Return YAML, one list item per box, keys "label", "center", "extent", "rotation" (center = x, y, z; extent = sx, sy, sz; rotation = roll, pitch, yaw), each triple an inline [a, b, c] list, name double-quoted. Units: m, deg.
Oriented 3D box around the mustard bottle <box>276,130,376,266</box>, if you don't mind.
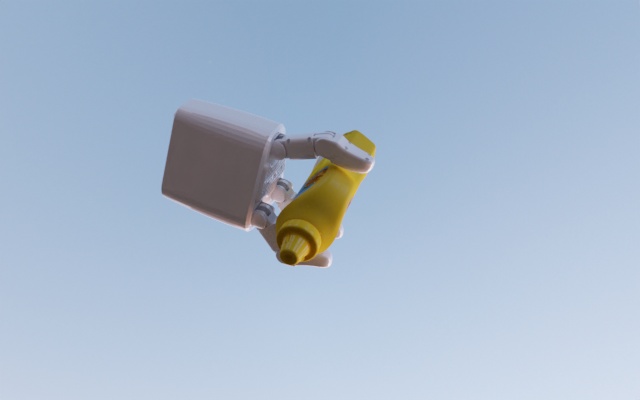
- label: "mustard bottle"
  center: [0.000, 0.002, 0.495]
  extent: [0.096, 0.058, 0.191]
  rotation: [-46, 7, 35]
